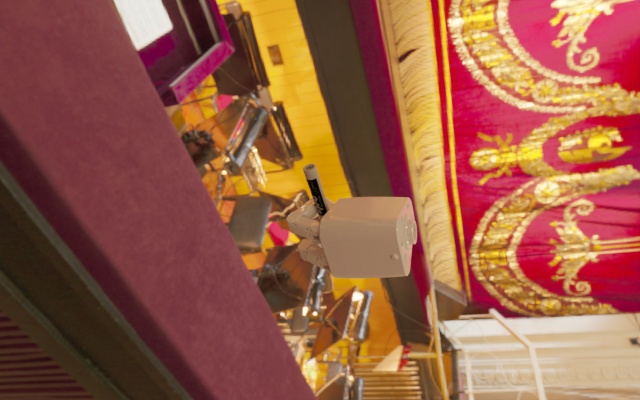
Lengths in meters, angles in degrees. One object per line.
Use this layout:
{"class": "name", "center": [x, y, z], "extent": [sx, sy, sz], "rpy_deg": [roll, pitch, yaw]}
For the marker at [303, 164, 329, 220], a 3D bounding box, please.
{"class": "marker", "center": [0.000, 0.002, 0.687], "extent": [0.020, 0.121, 0.020], "rpy_deg": [-12, 34, 8]}
